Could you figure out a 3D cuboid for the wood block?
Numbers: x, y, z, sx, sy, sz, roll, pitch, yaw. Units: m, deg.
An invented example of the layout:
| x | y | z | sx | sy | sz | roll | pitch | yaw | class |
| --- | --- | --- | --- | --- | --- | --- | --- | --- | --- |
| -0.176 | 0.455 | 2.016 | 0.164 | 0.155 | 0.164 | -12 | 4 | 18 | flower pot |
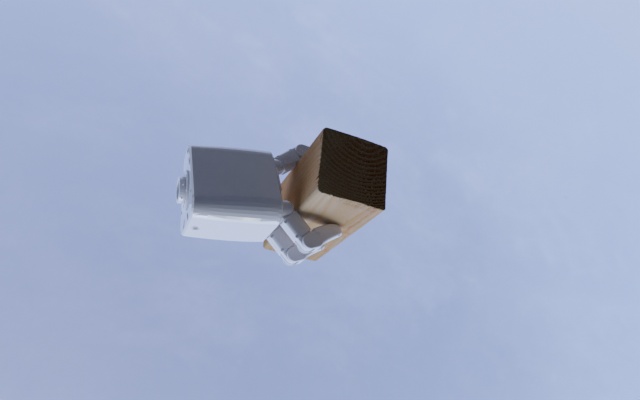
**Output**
| x | y | z | sx | sy | sz | roll | pitch | yaw | class |
| --- | --- | --- | --- | --- | --- | --- | --- | --- | --- |
| 0.000 | 0.002 | 0.644 | 0.090 | 0.090 | 0.206 | 16 | -28 | -18 | wood block |
